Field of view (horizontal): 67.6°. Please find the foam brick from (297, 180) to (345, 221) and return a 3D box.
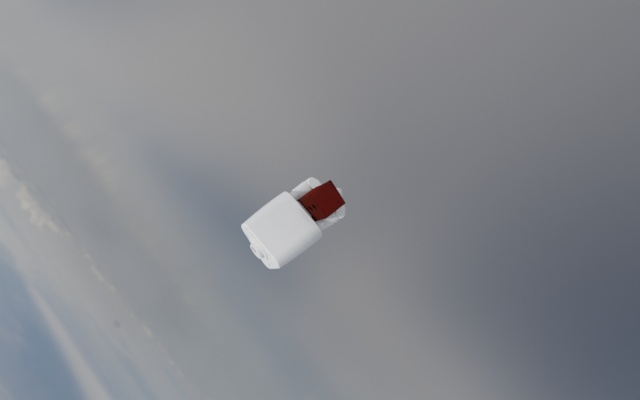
[{"bbox_3d":[0.000,0.003,0.887,0.051,0.053,0.078,-36,5,-22],"label":"foam brick"}]
